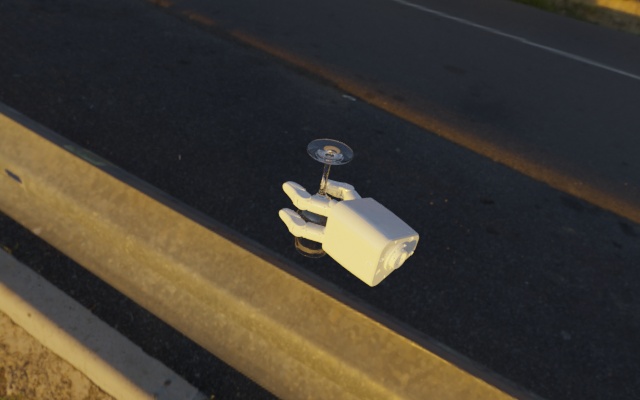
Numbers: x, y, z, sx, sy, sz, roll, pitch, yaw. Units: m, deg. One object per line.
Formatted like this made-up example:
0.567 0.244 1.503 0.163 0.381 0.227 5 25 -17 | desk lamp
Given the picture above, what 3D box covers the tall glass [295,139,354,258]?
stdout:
0.000 0.002 0.802 0.079 0.201 0.079 7 36 -5 | tall glass
